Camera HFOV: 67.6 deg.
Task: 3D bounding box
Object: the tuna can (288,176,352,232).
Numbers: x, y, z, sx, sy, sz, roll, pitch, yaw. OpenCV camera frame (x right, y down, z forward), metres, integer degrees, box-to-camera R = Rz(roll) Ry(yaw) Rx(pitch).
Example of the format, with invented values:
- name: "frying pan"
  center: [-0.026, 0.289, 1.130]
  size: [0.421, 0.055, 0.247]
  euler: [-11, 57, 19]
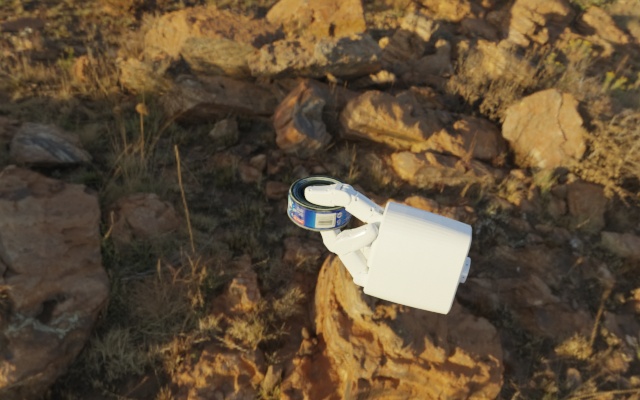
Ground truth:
- name: "tuna can"
  center: [0.000, 0.002, 0.628]
  size: [0.086, 0.034, 0.086]
  euler: [3, 34, -2]
